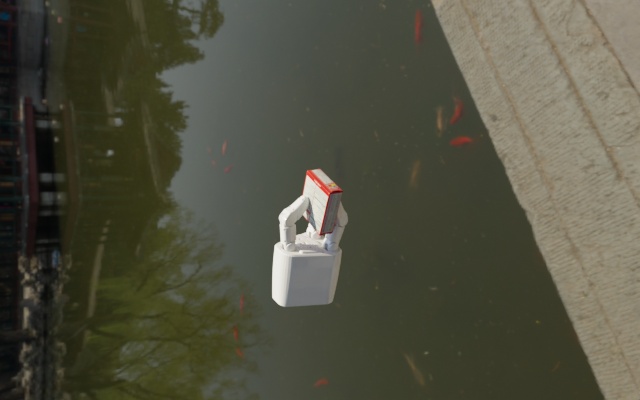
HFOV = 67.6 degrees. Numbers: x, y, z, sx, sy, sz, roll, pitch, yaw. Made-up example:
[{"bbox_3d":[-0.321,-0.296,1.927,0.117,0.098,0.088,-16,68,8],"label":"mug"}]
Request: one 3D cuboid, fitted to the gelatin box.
[{"bbox_3d":[0.000,0.002,0.805,0.030,0.089,0.073,-10,39,-30],"label":"gelatin box"}]
